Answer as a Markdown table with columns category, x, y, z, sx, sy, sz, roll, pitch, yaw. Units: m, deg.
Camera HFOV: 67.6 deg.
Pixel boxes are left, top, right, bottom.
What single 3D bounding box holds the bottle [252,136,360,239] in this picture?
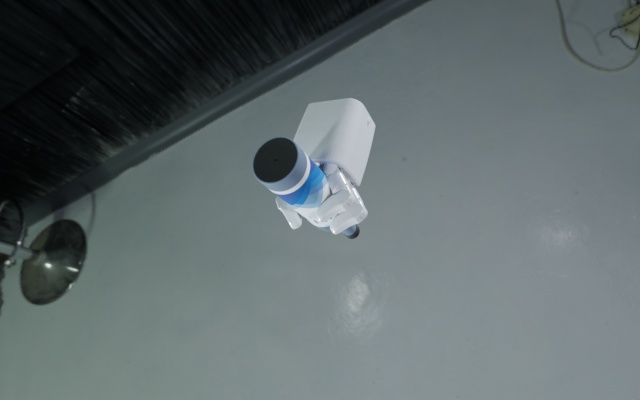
| category | x | y | z | sx | sy | sz | roll | pitch | yaw |
| --- | --- | --- | --- | --- | --- | --- | --- | --- | --- |
| bottle | 0.000 | 0.002 | 0.718 | 0.069 | 0.069 | 0.296 | 0 | -21 | 24 |
